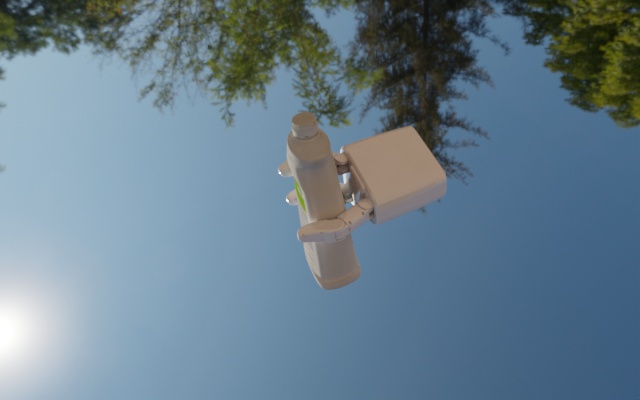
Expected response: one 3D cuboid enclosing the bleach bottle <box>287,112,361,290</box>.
[{"bbox_3d":[0.000,0.002,0.628,0.068,0.251,0.102,-20,43,-11],"label":"bleach bottle"}]
